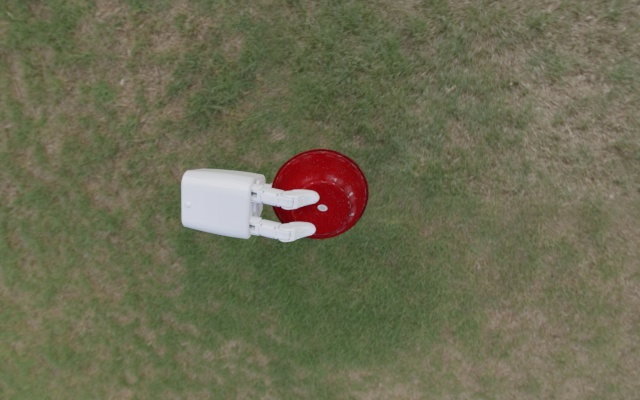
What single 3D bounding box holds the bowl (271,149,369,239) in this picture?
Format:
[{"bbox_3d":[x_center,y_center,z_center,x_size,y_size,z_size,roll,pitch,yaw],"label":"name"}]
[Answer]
[{"bbox_3d":[0.001,0.002,0.761,0.162,0.162,0.055,0,24,-3],"label":"bowl"}]
